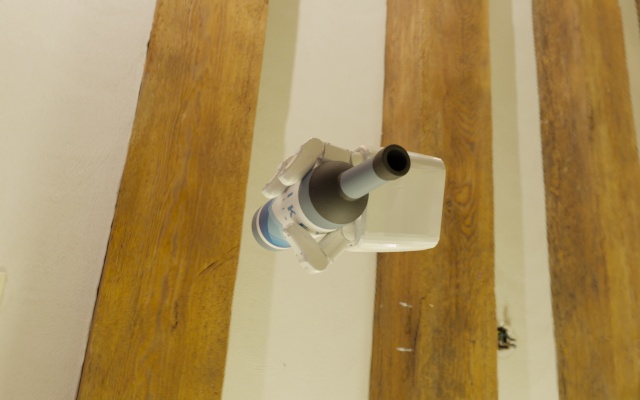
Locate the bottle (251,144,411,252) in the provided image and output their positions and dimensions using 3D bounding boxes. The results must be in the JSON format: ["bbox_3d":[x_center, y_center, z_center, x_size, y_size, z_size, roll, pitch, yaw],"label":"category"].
[{"bbox_3d":[0.000,0.002,0.508,0.069,0.069,0.296,0,-13,-25],"label":"bottle"}]
